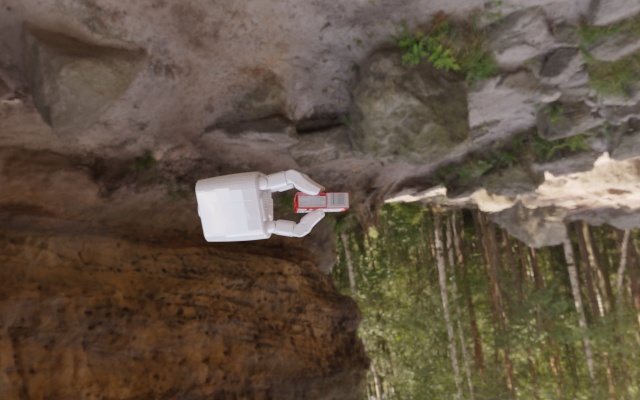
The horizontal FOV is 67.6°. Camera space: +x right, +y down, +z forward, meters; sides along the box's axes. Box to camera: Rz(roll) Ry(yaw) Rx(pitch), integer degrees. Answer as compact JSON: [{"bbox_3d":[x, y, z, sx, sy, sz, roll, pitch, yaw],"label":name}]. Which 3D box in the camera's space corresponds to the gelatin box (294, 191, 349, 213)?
[{"bbox_3d":[0.000,0.003,0.811,0.089,0.030,0.073,-1,-6,-5],"label":"gelatin box"}]
